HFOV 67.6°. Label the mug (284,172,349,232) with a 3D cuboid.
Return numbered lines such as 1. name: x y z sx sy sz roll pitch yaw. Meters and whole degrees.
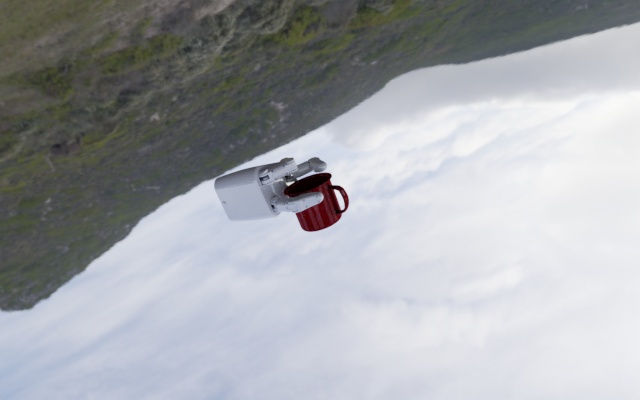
1. mug: 0.001 0.003 0.864 0.117 0.081 0.093 -9 22 32
